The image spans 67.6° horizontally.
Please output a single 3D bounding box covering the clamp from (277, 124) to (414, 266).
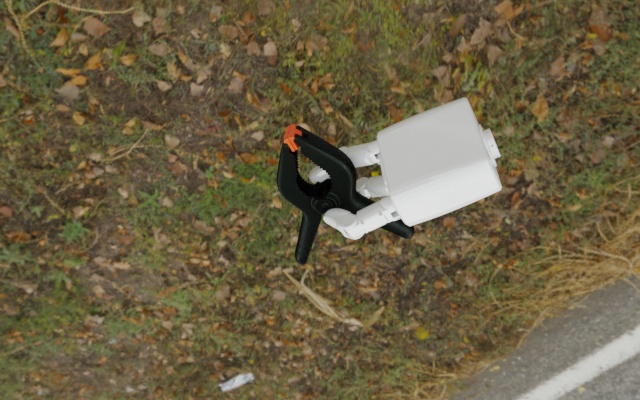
[{"bbox_3d":[0.000,0.002,0.581,0.164,0.036,0.210,-23,-53,21],"label":"clamp"}]
